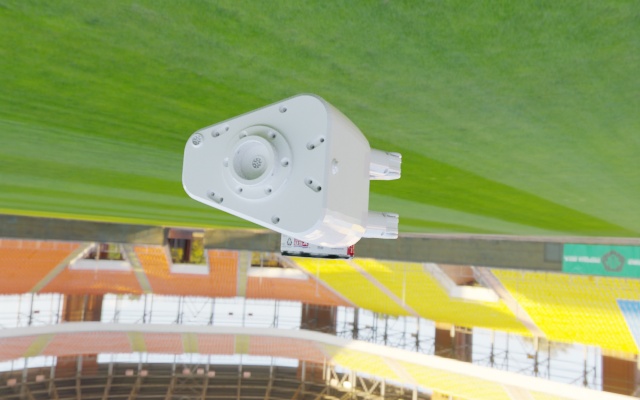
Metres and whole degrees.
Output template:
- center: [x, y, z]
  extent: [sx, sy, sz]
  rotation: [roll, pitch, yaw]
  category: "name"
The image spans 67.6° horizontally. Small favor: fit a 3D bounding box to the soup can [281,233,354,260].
- center: [0.000, 0.002, 0.437]
  extent: [0.068, 0.102, 0.068]
  rotation: [3, -6, 0]
  category: "soup can"
